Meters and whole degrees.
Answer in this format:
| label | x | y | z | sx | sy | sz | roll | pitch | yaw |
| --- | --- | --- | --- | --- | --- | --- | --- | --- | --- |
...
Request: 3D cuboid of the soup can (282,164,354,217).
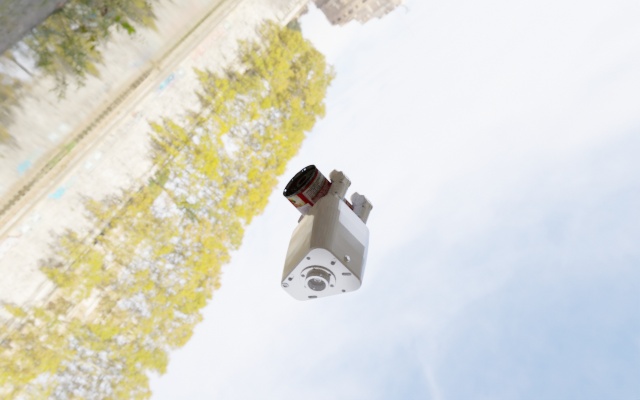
| label | x | y | z | sx | sy | sz | roll | pitch | yaw |
| --- | --- | --- | --- | --- | --- | --- | --- | --- | --- |
| soup can | 0.000 | 0.002 | 0.744 | 0.102 | 0.068 | 0.068 | 45 | -21 | -22 |
